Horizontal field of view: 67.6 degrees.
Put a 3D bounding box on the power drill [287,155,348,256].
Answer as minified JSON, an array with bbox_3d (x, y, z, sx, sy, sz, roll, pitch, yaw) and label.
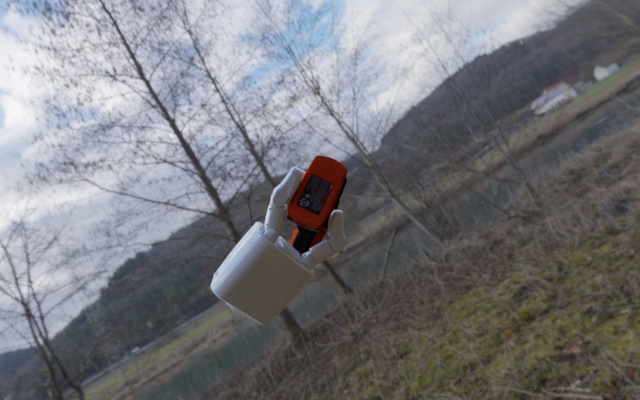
[{"bbox_3d":[0.000,0.003,0.748,0.057,0.184,0.188,23,-19,7],"label":"power drill"}]
